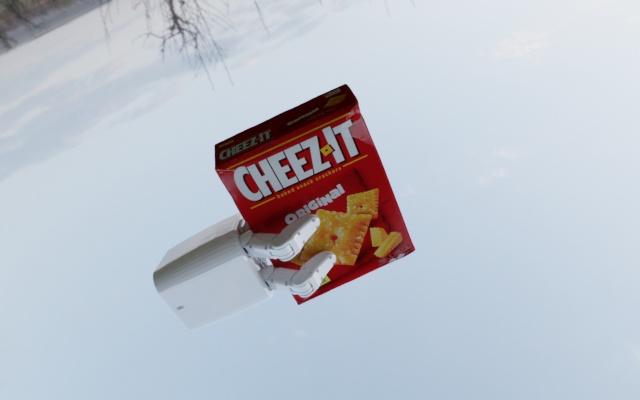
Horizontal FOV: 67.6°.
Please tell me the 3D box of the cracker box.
[{"bbox_3d":[0.000,0.002,0.553,0.164,0.214,0.072,-25,32,3],"label":"cracker box"}]
